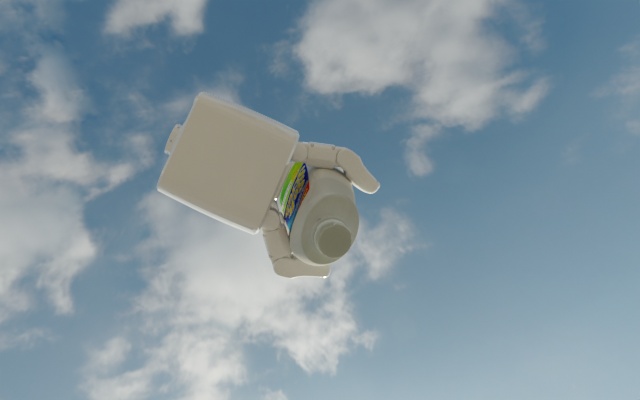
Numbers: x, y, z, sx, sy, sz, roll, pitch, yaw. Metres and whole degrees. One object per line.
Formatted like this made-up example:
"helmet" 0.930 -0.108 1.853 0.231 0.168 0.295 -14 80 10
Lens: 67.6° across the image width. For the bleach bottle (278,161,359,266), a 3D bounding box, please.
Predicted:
"bleach bottle" 0.000 0.002 0.512 0.068 0.102 0.250 24 7 -11
